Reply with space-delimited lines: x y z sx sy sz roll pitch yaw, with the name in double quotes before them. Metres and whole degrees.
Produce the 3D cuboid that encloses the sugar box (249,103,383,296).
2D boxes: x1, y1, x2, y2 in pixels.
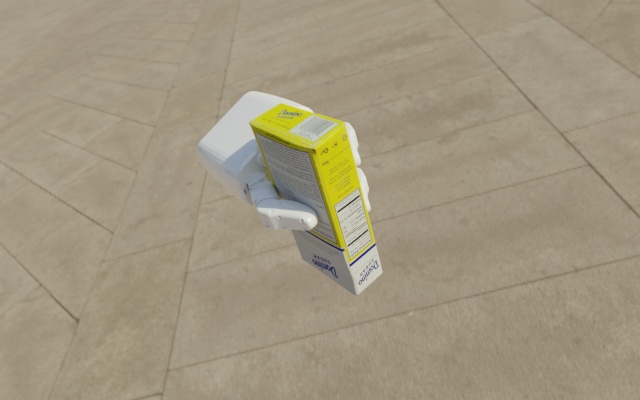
"sugar box" 0.000 0.001 0.454 0.048 0.176 0.093 -38 41 -22
